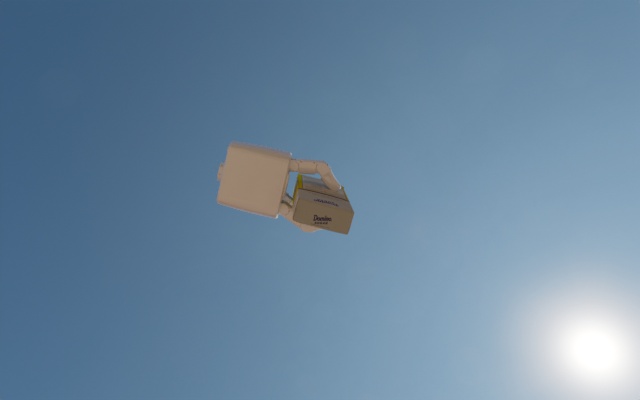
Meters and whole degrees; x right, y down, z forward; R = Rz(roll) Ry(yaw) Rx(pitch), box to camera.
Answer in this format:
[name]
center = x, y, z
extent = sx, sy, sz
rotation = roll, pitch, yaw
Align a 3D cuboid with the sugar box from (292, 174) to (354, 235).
[sugar box]
center = 0.000, 0.003, 0.817
extent = 0.093, 0.048, 0.176
rotation = 15, 16, -6
